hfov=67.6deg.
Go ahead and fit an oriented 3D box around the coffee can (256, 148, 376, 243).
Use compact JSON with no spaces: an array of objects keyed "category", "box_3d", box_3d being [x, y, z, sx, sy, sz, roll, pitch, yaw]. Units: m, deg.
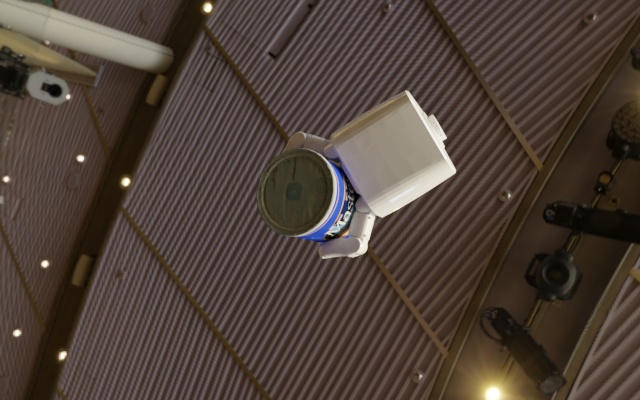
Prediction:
[{"category":"coffee can","box_3d":[0.000,0.002,0.604,0.103,0.103,0.140,0,-10,27]}]
